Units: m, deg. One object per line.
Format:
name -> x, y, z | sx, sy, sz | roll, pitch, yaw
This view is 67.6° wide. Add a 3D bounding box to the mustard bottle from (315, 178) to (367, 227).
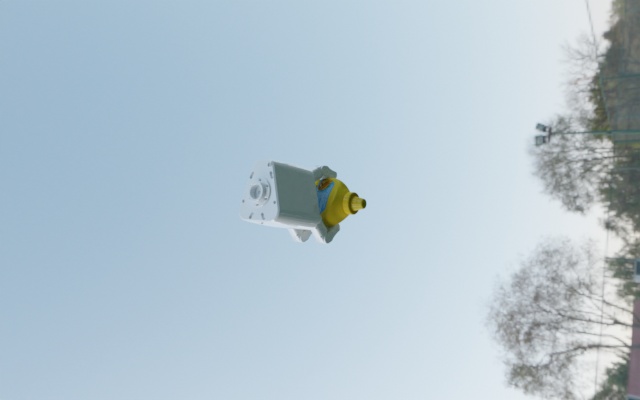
mustard bottle -> 0.000, 0.003, 0.896 | 0.191, 0.096, 0.058 | 2, -31, 37
